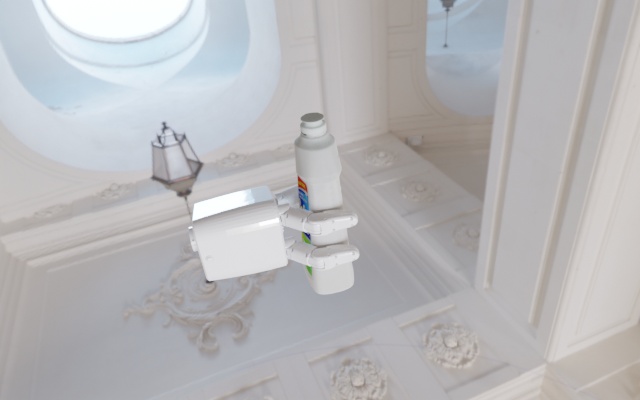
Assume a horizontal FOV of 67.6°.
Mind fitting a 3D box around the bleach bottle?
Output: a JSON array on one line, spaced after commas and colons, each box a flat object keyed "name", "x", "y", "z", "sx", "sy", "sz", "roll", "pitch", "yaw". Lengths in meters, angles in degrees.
[{"name": "bleach bottle", "x": 0.000, "y": 0.002, "z": 0.635, "sx": 0.068, "sy": 0.251, "sz": 0.102, "roll": -12, "pitch": 34, "yaw": -9}]
